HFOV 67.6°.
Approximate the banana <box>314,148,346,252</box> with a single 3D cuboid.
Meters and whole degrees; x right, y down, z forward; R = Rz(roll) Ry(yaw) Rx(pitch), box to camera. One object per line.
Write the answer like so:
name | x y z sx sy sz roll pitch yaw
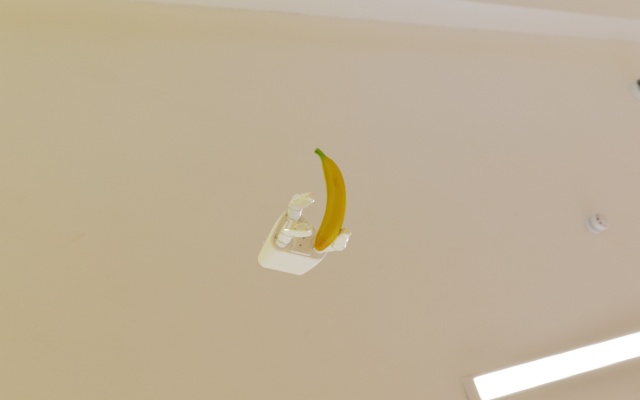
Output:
banana | 0.017 0.003 0.868 0.069 0.197 0.037 10 -27 -25
